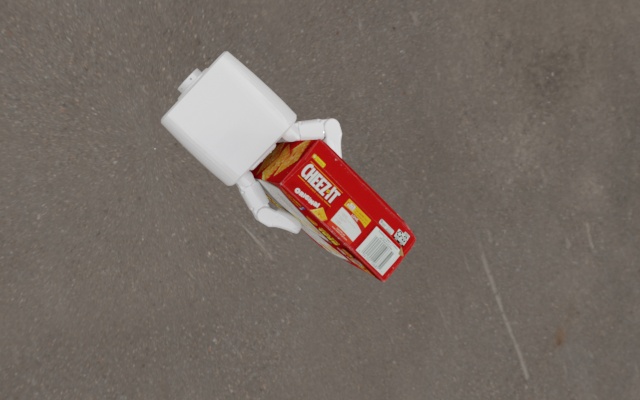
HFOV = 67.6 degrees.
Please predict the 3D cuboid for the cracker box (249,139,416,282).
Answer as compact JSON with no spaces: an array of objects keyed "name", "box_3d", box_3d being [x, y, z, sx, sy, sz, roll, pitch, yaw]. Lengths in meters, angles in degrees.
[{"name":"cracker box","box_3d":[0.000,0.002,0.594,0.164,0.072,0.213,44,-9,-18]}]
